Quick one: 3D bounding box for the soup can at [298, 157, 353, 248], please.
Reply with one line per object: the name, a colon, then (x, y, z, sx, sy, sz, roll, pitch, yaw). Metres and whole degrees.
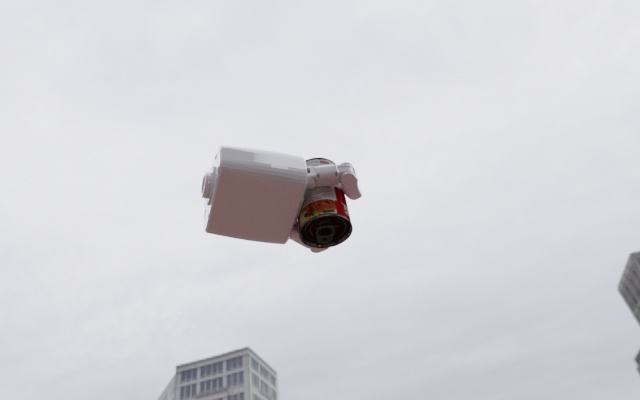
soup can: (0.001, 0.002, 0.626, 0.068, 0.102, 0.069, -6, -41, -5)
